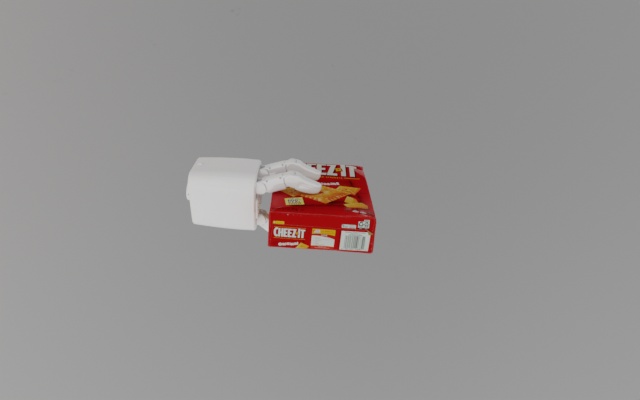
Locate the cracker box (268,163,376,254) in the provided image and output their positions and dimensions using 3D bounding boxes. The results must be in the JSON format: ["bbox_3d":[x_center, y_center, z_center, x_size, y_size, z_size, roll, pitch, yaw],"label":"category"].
[{"bbox_3d":[0.000,0.003,0.810,0.164,0.072,0.213,4,26,-3],"label":"cracker box"}]
